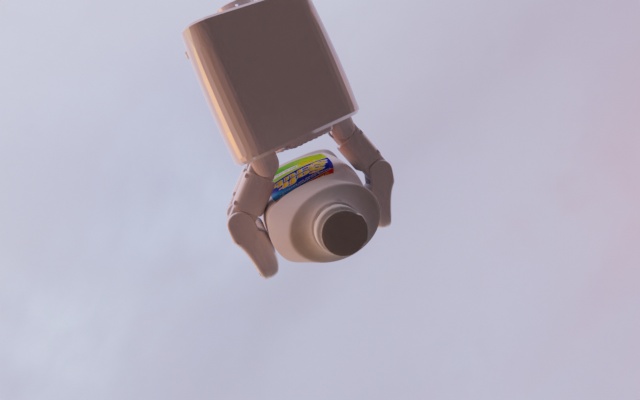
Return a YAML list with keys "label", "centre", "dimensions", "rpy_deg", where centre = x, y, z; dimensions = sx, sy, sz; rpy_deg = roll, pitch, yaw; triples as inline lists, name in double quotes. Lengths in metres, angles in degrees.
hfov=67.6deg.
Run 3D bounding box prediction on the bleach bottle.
- label: "bleach bottle"
  centre: [0.000, 0.001, 0.405]
  dimensions: [0.102, 0.068, 0.251]
  rpy_deg: [-23, 10, -7]
